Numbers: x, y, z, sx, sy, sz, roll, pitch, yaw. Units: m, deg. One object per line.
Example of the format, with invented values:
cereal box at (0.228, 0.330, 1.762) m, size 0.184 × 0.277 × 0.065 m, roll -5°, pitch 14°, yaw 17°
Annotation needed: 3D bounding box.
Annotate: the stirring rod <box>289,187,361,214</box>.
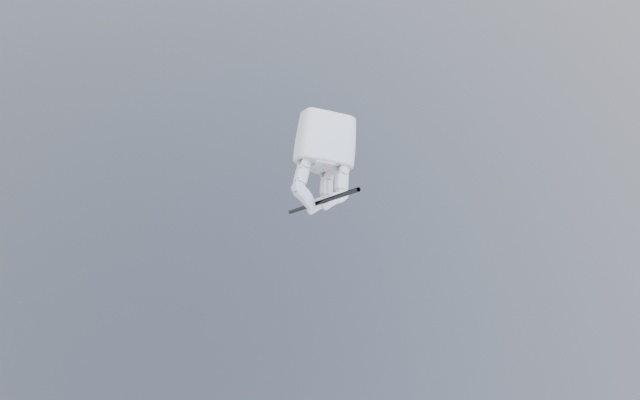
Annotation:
stirring rod at (0.000, 0.003, 0.890) m, size 0.011 × 0.011 × 0.239 m, roll 0°, pitch -10°, yaw -32°
